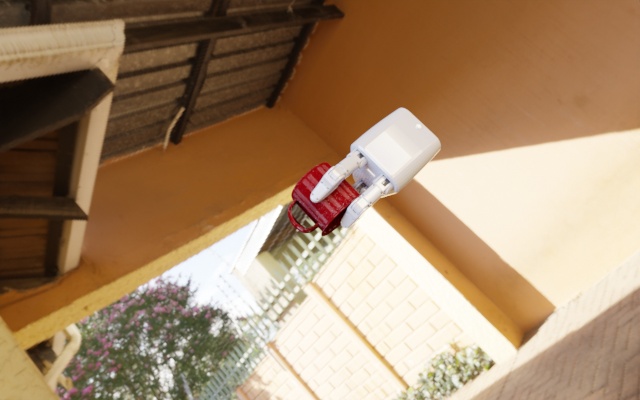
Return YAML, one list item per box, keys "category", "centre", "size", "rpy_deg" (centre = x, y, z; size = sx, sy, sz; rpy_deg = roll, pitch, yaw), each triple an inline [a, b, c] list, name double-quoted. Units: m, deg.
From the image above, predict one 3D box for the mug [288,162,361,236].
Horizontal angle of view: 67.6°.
- category: "mug"
  centre: [-0.001, 0.003, 0.740]
  size: [0.117, 0.081, 0.093]
  rpy_deg: [-39, -13, -20]
